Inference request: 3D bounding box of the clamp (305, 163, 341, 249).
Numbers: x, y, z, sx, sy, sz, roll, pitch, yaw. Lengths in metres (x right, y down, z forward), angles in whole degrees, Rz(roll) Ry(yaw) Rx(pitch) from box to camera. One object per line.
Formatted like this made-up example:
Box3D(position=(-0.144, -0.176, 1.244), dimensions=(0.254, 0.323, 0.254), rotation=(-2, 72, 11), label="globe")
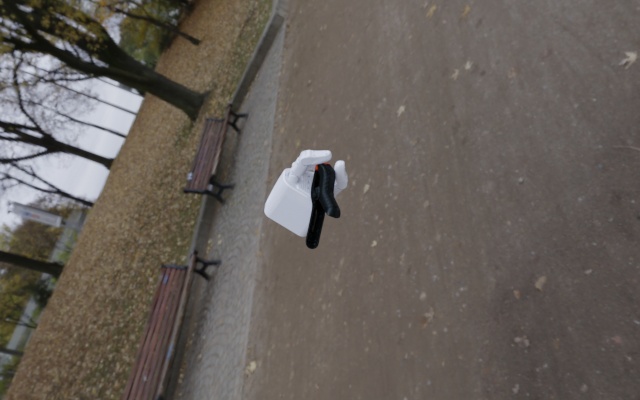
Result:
Box3D(position=(0.000, 0.003, 0.887), dimensions=(0.039, 0.171, 0.120), rotation=(21, -50, -19), label="clamp")
